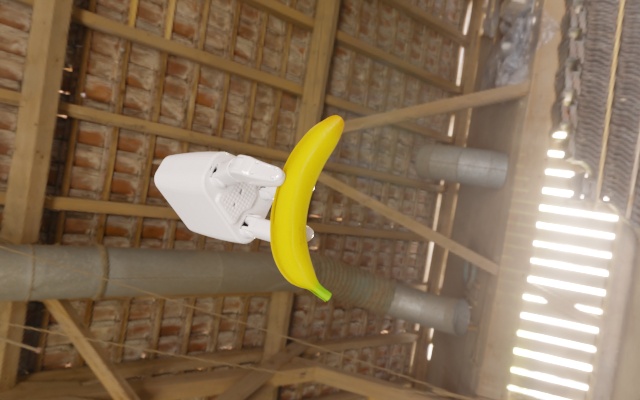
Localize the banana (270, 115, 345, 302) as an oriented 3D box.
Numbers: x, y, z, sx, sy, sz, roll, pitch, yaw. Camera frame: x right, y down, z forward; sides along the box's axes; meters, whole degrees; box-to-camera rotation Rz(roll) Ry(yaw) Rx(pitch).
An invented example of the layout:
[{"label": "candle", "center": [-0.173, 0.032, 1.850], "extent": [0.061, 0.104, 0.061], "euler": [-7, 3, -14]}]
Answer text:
[{"label": "banana", "center": [-0.017, 0.003, 0.498], "extent": [0.069, 0.198, 0.037], "euler": [8, -6, -27]}]
